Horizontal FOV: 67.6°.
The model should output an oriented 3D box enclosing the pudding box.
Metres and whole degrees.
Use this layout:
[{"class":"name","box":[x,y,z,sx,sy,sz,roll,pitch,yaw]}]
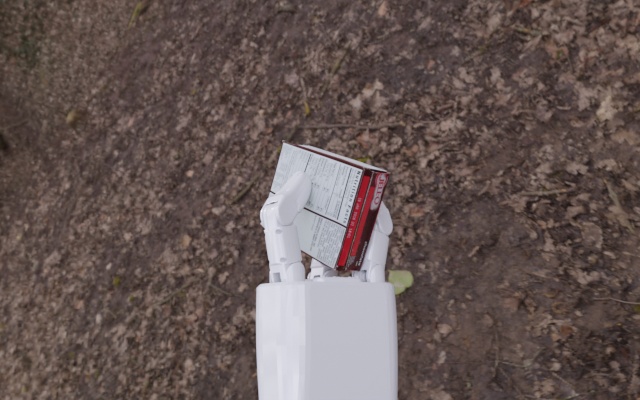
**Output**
[{"class":"pudding box","box":[0.000,0.001,0.428,0.039,0.090,0.113,8,12,-46]}]
